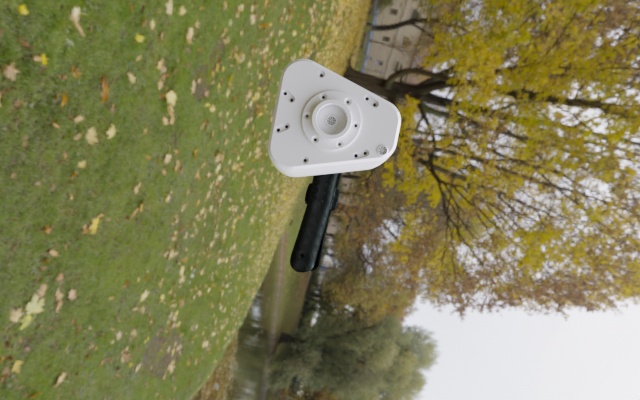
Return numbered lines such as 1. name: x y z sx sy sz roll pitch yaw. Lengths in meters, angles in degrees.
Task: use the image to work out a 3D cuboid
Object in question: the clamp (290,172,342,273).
1. clamp: 0.001 0.002 0.520 0.039 0.171 0.120 11 2 -1
